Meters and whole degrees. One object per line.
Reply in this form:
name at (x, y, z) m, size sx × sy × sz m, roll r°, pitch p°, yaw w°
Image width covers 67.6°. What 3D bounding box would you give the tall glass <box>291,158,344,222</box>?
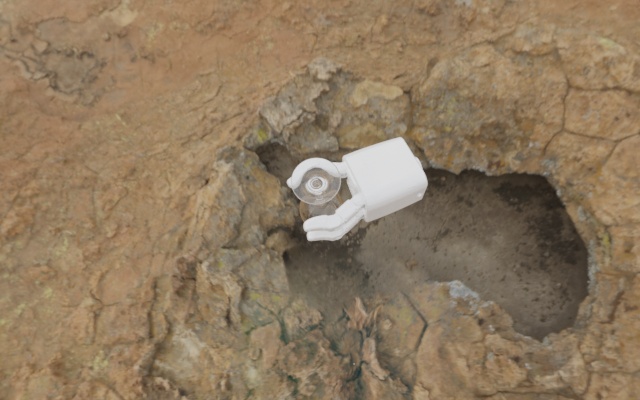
tall glass at (0.000, 0.002, 0.797) m, size 0.079 × 0.079 × 0.201 m, roll 0°, pitch -19°, yaw 4°
